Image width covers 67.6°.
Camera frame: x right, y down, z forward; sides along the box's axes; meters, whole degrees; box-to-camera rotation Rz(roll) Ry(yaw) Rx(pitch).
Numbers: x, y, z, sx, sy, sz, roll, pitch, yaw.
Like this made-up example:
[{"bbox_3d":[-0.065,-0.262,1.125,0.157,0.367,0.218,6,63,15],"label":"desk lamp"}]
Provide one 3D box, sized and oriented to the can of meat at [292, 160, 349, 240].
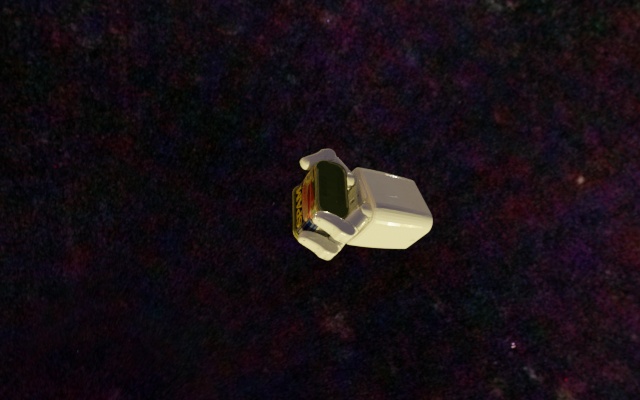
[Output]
[{"bbox_3d":[0.000,0.002,0.710,0.057,0.102,0.084,12,-35,-22],"label":"can of meat"}]
